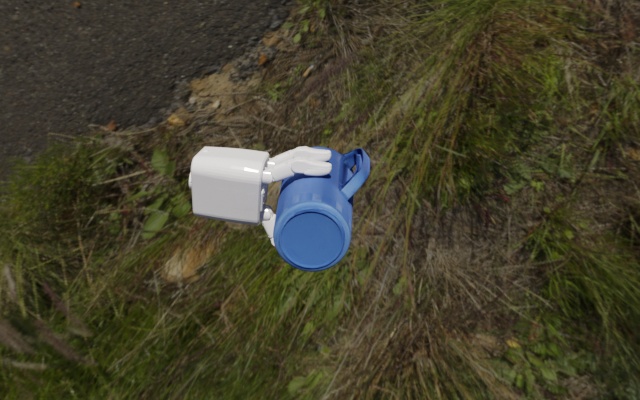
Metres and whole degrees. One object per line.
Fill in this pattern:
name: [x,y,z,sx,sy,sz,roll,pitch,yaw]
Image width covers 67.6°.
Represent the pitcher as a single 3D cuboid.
pitcher: [0.000,0.003,0.756,0.145,0.149,0.242,8,22,-1]
